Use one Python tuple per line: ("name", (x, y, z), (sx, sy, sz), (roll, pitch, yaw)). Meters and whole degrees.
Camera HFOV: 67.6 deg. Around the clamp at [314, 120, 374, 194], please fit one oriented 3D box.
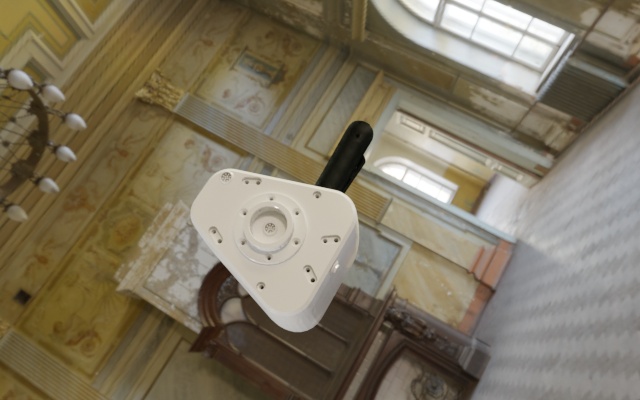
("clamp", (-0.001, 0.001, 0.457), (0.039, 0.171, 0.120), (29, -15, 11))
